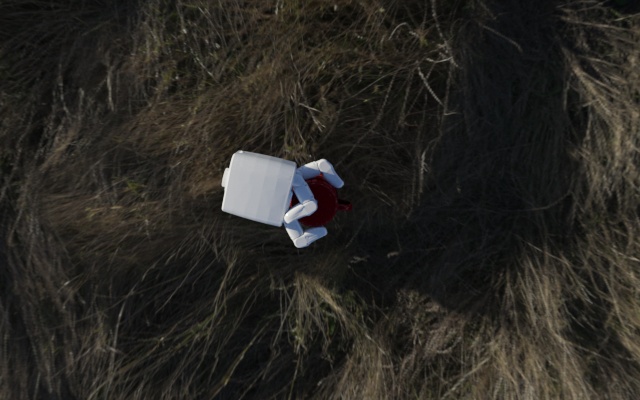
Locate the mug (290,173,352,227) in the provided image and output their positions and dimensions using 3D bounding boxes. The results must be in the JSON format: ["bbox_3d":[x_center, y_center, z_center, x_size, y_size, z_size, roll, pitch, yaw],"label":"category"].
[{"bbox_3d":[0.002,0.003,0.861,0.117,0.093,0.081,12,10,-5],"label":"mug"}]
